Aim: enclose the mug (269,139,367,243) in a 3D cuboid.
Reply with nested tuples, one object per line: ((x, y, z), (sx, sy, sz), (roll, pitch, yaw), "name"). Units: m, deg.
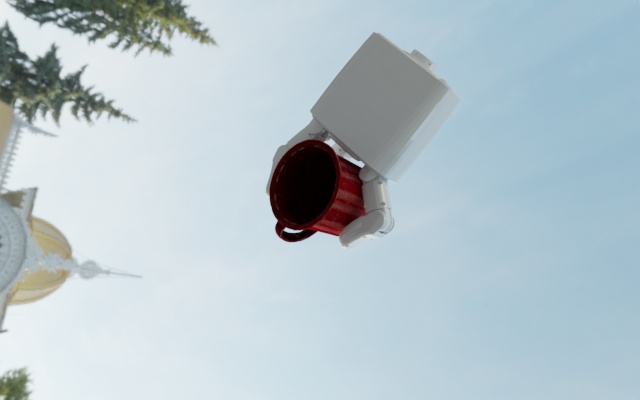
((-0.001, 0.003, 0.505), (0.081, 0.117, 0.093), (20, 26, -48), "mug")
